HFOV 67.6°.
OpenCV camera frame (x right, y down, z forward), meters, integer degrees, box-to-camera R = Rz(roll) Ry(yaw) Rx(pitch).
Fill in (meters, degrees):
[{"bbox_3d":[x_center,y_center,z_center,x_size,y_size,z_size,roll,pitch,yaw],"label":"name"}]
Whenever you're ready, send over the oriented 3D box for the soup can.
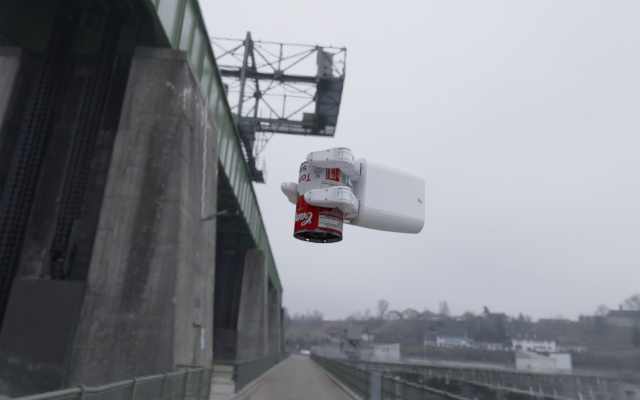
[{"bbox_3d":[0.000,0.002,0.658,0.068,0.102,0.068,4,-17,1],"label":"soup can"}]
